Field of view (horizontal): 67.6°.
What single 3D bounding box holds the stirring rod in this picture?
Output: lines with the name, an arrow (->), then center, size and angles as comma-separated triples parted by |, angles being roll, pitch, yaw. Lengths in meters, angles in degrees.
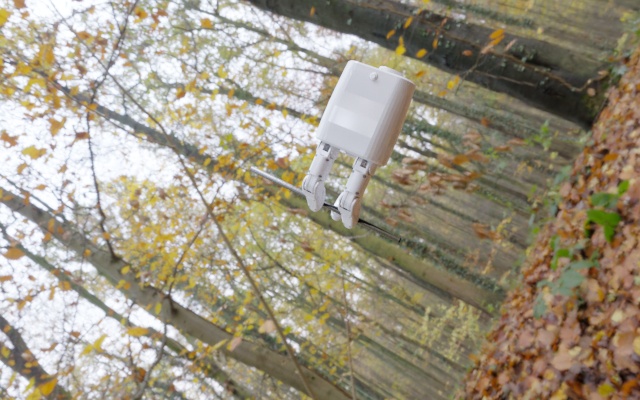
stirring rod -> 0.000, 0.002, 0.648 | 0.239, 0.011, 0.011 | 26, 10, 23
